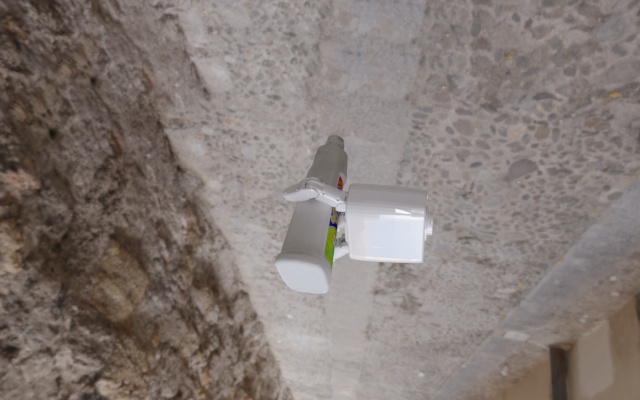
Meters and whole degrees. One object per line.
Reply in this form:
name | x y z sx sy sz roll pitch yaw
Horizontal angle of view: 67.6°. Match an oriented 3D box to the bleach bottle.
bleach bottle | 0.000 0.002 0.702 0.068 0.250 0.103 4 -33 14
